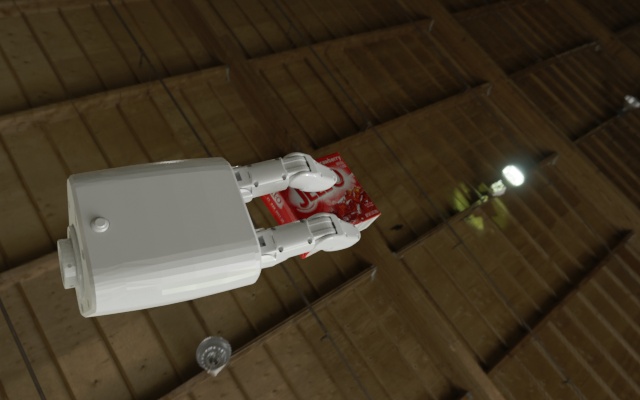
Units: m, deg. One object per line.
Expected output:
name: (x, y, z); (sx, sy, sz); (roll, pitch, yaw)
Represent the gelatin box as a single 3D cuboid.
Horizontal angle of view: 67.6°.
gelatin box: (0.000, 0.002, 0.423); (0.089, 0.073, 0.030); (-21, -19, -41)
